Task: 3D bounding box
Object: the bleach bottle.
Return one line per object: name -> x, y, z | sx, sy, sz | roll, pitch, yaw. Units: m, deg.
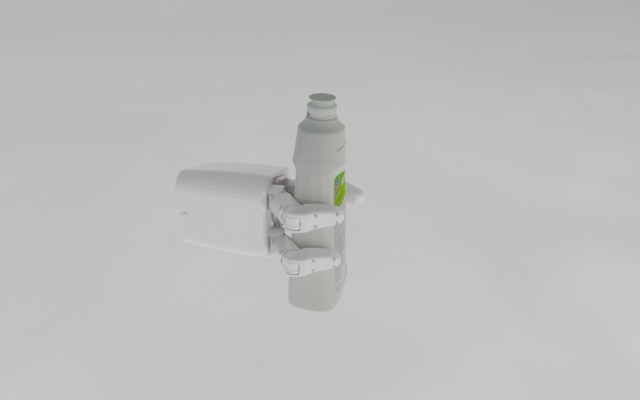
bleach bottle -> 0.000, 0.002, 0.547 | 0.068, 0.251, 0.102 | 7, 29, 9
